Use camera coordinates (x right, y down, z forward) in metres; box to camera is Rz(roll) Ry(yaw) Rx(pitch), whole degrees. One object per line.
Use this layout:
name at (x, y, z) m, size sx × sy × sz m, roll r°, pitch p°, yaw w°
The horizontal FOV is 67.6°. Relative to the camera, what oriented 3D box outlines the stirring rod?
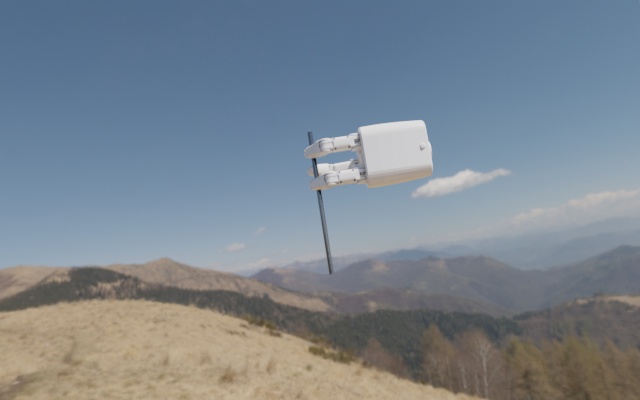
stirring rod at (0.000, 0.003, 0.794) m, size 0.011 × 0.239 × 0.011 m, roll -9°, pitch -6°, yaw -1°
